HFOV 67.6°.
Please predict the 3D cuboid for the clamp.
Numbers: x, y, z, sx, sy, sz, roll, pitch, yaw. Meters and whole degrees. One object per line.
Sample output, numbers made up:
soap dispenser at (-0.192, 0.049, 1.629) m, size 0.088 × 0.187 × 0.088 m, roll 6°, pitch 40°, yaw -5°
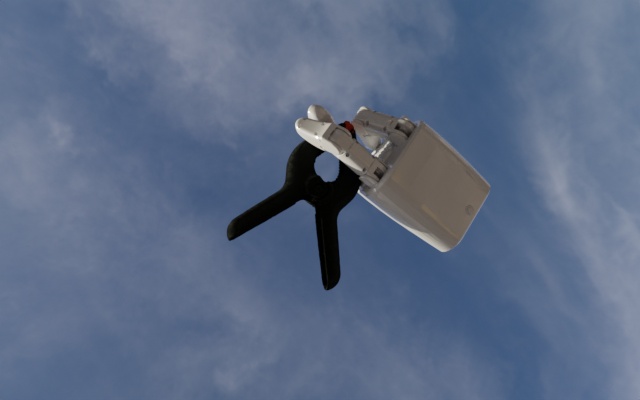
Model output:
clamp at (0.000, 0.001, 0.486) m, size 0.120 × 0.171 × 0.039 m, roll 38°, pitch -15°, yaw -11°
